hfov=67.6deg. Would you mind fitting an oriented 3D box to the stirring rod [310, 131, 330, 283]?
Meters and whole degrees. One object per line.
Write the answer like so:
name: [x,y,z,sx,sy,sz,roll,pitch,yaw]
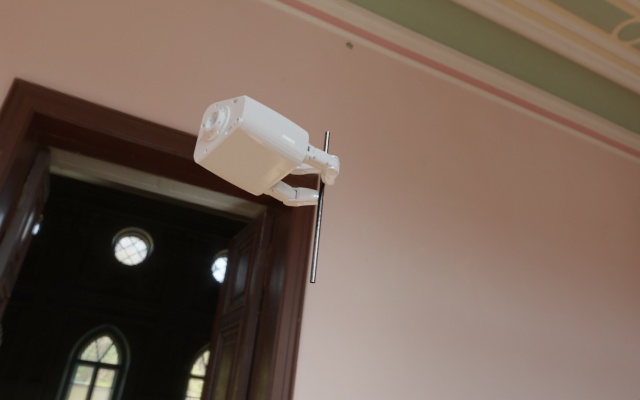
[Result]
stirring rod: [0.000,0.002,0.692,0.011,0.239,0.011,5,-26,2]
